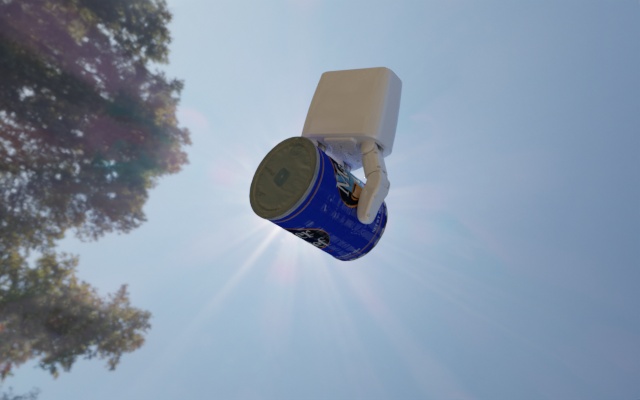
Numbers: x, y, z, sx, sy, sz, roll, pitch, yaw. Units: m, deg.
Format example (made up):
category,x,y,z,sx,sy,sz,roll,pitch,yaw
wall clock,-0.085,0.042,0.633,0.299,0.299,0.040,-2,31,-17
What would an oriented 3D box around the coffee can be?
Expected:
category,x,y,z,sx,sy,sz,roll,pitch,yaw
coffee can,0.000,0.002,0.574,0.103,0.102,0.140,0,-25,44
